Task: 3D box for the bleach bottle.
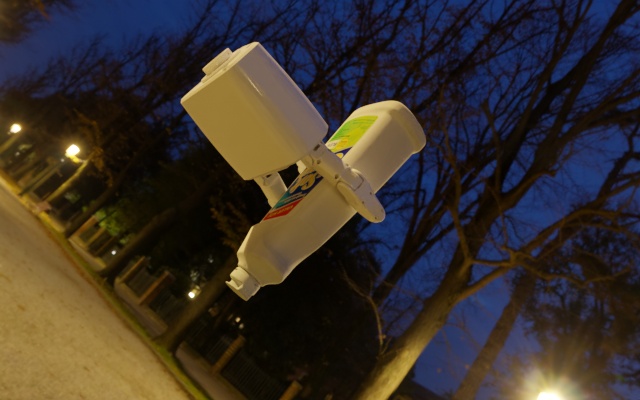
[{"bbox_3d":[0.000,0.002,0.503,0.250,0.068,0.102,-48,24,-20],"label":"bleach bottle"}]
